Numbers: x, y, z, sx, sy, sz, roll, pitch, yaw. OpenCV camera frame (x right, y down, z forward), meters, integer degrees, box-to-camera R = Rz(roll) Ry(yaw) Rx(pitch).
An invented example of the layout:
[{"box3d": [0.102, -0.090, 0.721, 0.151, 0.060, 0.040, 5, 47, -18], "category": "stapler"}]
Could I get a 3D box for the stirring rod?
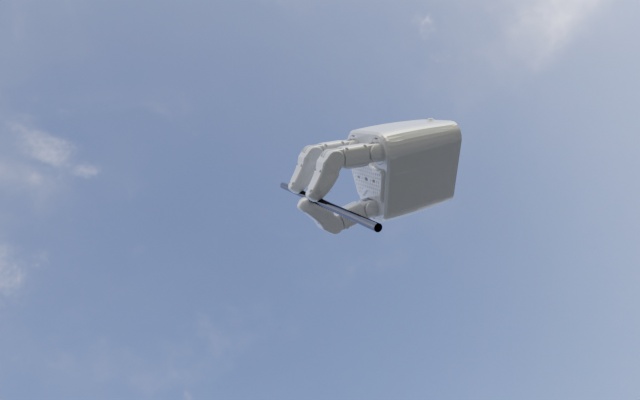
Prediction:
[{"box3d": [0.000, 0.002, 0.509, 0.011, 0.011, 0.239, 0, 10, -24], "category": "stirring rod"}]
